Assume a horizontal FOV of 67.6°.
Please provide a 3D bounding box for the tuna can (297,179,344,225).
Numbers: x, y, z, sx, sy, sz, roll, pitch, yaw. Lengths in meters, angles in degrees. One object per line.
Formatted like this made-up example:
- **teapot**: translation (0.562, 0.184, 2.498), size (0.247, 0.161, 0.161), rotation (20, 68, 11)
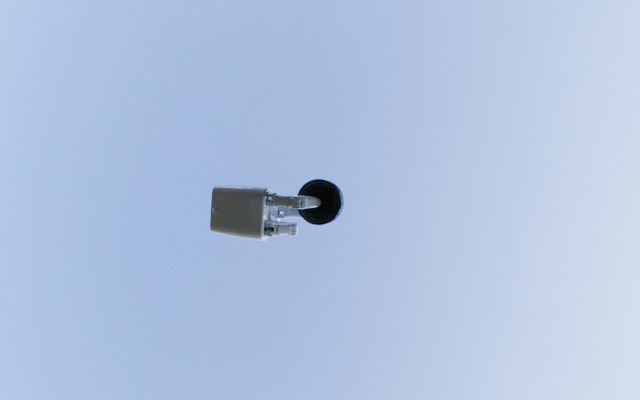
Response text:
- **tuna can**: translation (0.000, 0.003, 0.896), size (0.086, 0.086, 0.034), rotation (0, 0, 15)
